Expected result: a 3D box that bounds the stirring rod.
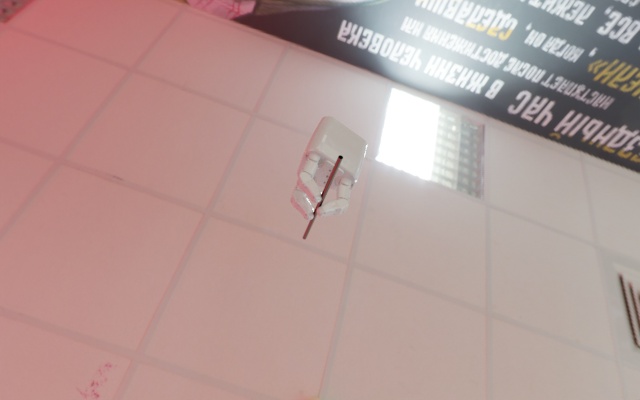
[{"bbox_3d":[0.000,0.003,0.824,0.011,0.011,0.240,0,-35,-18],"label":"stirring rod"}]
